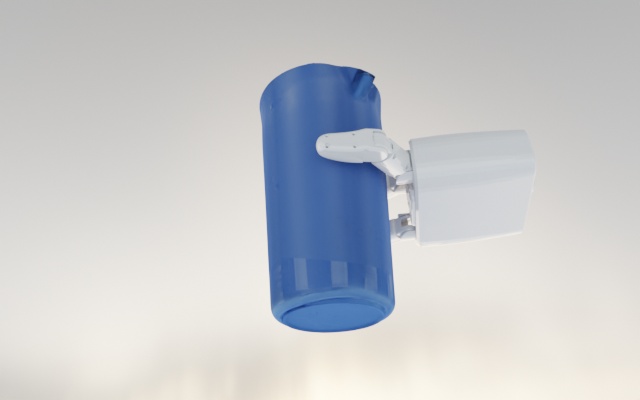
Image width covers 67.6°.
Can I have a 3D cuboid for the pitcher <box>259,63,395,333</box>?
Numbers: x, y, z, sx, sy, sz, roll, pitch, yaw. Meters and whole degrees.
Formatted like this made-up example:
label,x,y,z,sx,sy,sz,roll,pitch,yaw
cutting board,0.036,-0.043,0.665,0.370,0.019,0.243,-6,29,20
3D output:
label,x,y,z,sx,sy,sz,roll,pitch,yaw
pitcher,0.000,0.001,0.475,0.145,0.242,0.149,-7,-30,8
